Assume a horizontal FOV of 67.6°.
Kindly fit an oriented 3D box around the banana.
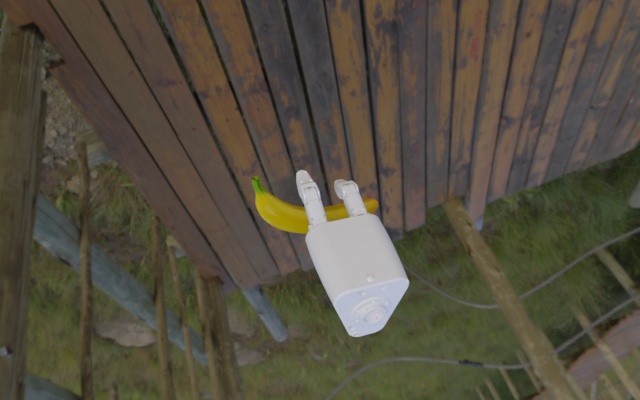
[{"bbox_3d":[-0.010,0.017,0.676,0.198,0.070,0.037,9,31,-27],"label":"banana"}]
